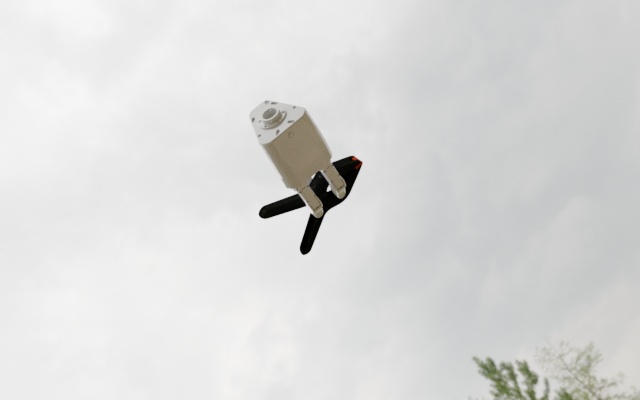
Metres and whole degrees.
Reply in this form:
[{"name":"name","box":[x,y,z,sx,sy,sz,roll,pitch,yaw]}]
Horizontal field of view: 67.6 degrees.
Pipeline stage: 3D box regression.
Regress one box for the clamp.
[{"name":"clamp","box":[0.000,0.002,0.887,0.036,0.210,0.165,42,-11,41]}]
